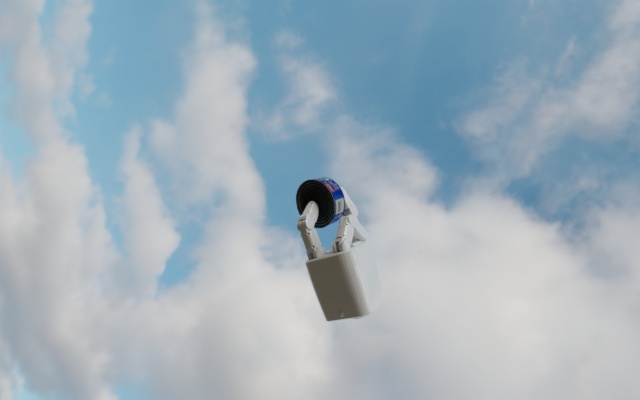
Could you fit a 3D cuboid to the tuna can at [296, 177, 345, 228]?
[{"bbox_3d":[0.000,0.003,0.825,0.086,0.086,0.033,0,13,40],"label":"tuna can"}]
